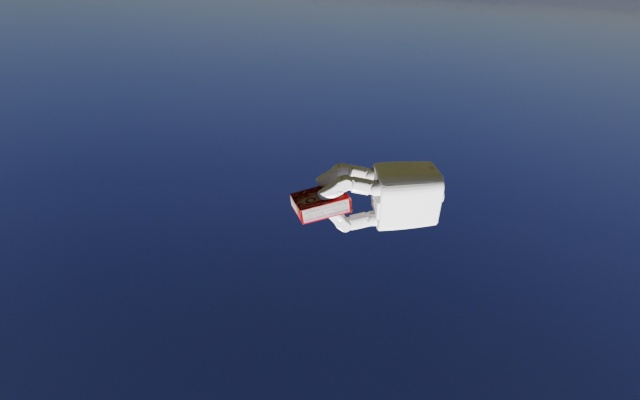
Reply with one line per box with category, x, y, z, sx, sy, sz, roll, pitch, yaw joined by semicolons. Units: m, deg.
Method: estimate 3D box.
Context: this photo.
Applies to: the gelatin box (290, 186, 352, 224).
gelatin box;0.000;0.003;0.807;0.089;0.030;0.073;-15;27;-11
